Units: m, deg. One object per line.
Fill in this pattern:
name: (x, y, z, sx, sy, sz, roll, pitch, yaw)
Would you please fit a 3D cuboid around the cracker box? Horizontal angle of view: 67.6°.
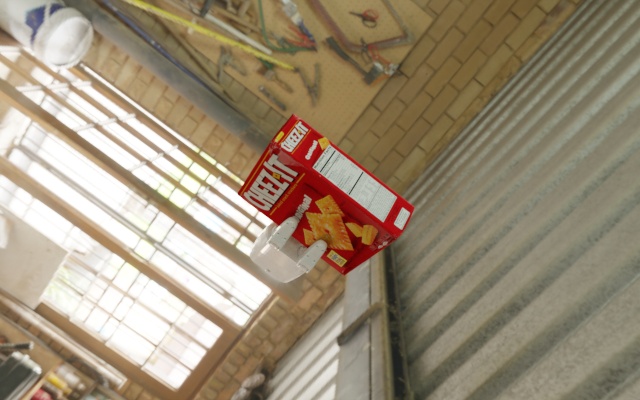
cracker box: (0.000, 0.002, 0.693, 0.214, 0.072, 0.164, 37, -36, -6)
